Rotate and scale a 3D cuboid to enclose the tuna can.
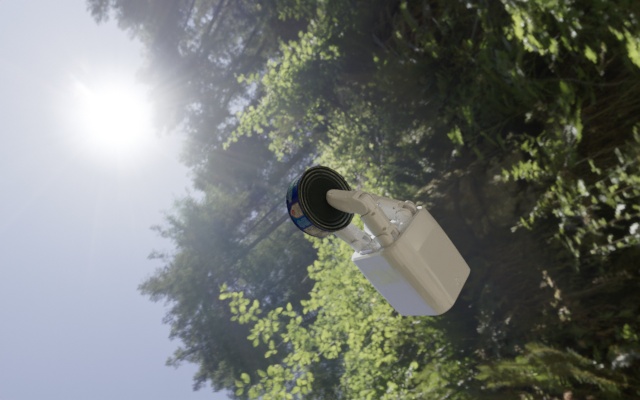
[{"bbox_3d":[0.000,0.002,0.599,0.086,0.086,0.034,0,-19,-37],"label":"tuna can"}]
